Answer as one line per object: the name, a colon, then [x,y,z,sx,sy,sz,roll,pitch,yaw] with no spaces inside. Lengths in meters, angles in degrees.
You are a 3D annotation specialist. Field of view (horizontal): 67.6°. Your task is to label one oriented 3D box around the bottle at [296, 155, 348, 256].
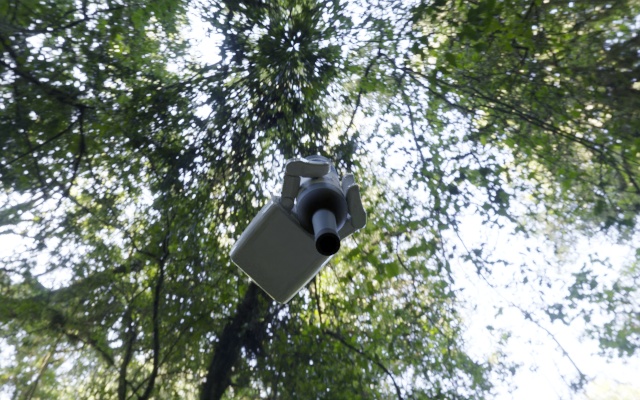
bottle: [0.000,0.002,0.647,0.069,0.069,0.295,0,18,-3]
